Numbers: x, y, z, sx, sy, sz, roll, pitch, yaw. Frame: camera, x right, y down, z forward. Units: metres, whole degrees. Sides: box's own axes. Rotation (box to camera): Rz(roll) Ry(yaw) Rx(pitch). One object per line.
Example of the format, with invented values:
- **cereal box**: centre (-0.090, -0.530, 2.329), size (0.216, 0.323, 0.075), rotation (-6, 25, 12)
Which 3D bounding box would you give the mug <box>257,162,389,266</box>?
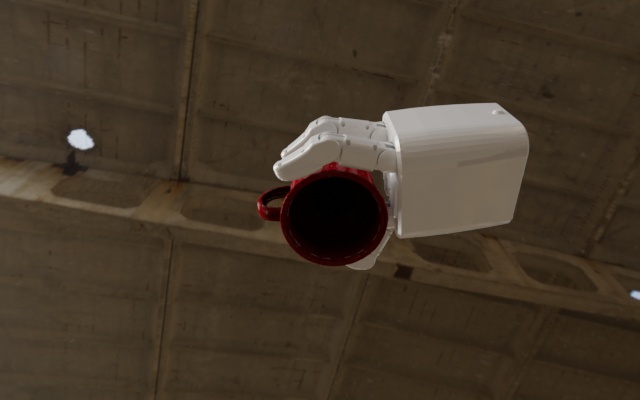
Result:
- **mug**: centre (-0.001, 0.002, 0.447), size (0.117, 0.093, 0.081), rotation (-4, 25, 2)
